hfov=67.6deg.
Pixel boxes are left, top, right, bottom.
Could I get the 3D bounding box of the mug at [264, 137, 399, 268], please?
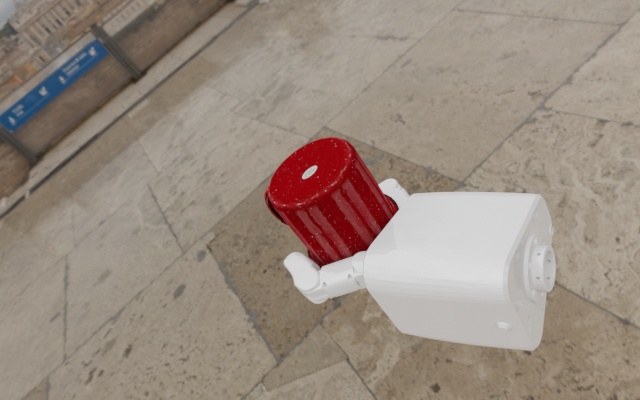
[{"bbox_3d":[-0.001,0.001,0.415,0.117,0.093,0.081,-1,-41,39],"label":"mug"}]
